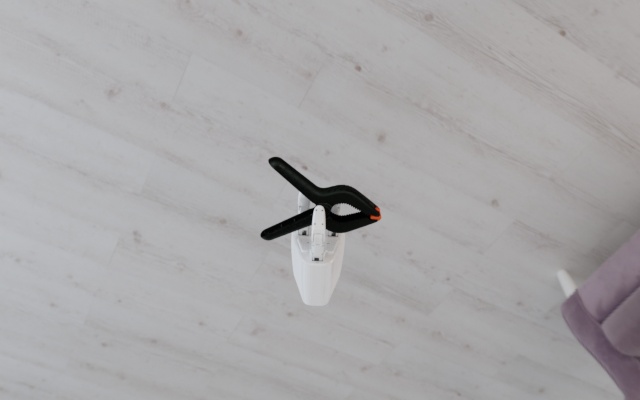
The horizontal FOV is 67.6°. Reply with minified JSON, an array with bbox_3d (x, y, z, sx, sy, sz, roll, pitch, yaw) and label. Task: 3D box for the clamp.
[{"bbox_3d":[0.001,0.003,0.811,0.210,0.165,0.036,2,34,-1],"label":"clamp"}]
